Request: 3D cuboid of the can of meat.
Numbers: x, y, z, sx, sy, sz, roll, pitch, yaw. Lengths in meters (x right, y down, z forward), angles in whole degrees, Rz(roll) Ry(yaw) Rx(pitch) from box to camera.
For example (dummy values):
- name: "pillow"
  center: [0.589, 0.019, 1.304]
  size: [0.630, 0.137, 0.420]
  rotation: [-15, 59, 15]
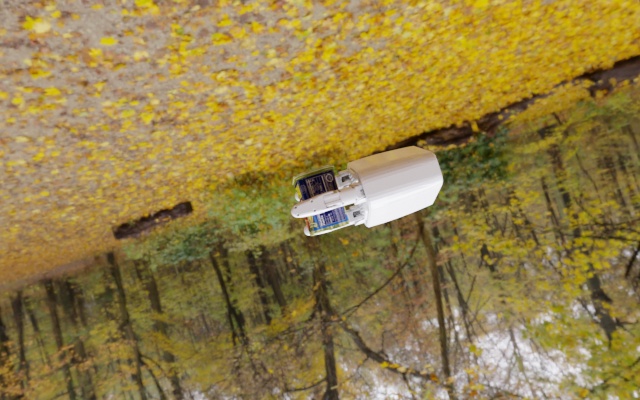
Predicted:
- name: "can of meat"
  center: [0.000, 0.003, 0.671]
  size: [0.057, 0.084, 0.102]
  rotation: [-17, -3, -6]
